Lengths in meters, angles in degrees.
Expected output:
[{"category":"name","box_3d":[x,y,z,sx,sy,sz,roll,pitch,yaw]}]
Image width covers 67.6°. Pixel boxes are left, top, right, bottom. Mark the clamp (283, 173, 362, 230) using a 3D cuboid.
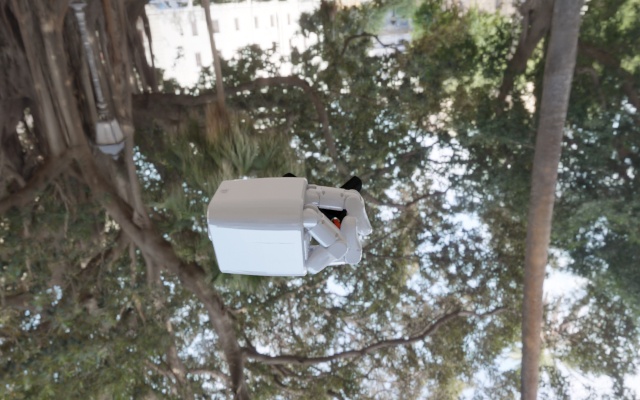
[{"category":"clamp","box_3d":[0.000,0.003,0.655,0.120,0.039,0.171,1,24,2]}]
